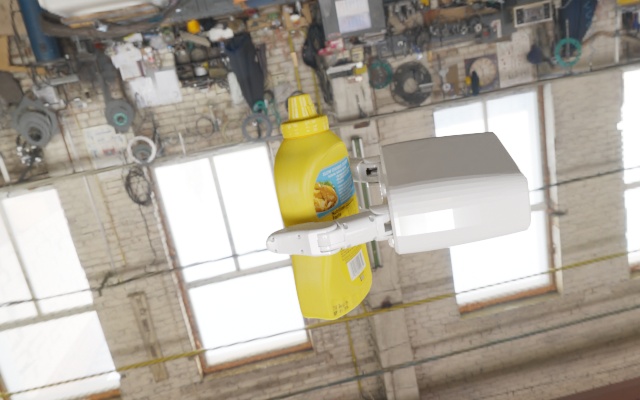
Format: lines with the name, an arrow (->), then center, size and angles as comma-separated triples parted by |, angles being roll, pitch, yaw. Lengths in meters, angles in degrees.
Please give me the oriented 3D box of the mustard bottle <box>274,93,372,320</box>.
mustard bottle -> 0.000, 0.002, 0.429 | 0.058, 0.192, 0.096 | -2, 17, 30
